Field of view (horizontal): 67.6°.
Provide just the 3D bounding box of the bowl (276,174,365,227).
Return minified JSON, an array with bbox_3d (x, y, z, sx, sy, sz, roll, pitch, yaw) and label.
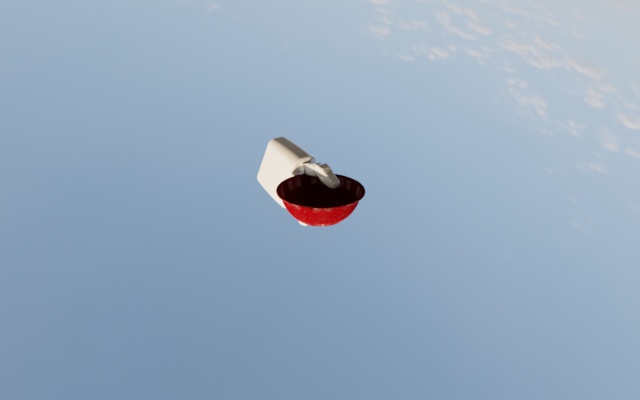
[{"bbox_3d":[0.001,0.004,0.871,0.162,0.055,0.162,0,24,0],"label":"bowl"}]
